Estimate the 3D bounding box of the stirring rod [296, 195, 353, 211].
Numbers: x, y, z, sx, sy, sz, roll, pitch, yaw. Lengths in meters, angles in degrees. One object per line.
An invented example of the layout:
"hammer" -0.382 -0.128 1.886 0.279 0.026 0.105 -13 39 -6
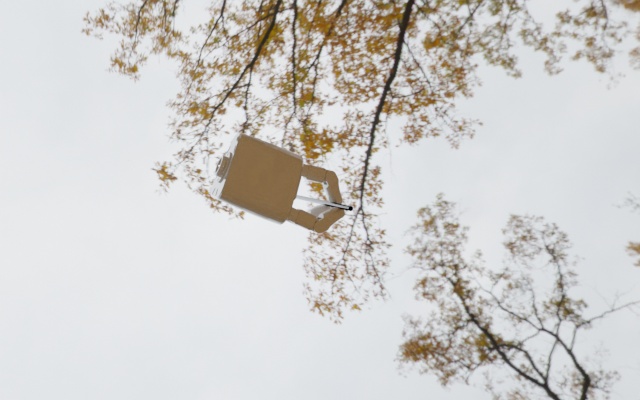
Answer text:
"stirring rod" 0.000 0.003 0.816 0.011 0.011 0.239 0 4 -22
